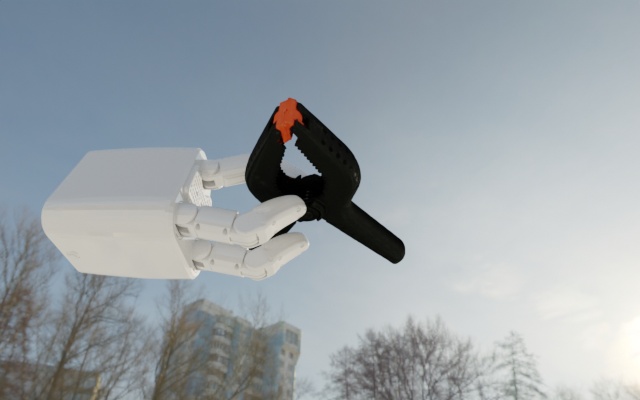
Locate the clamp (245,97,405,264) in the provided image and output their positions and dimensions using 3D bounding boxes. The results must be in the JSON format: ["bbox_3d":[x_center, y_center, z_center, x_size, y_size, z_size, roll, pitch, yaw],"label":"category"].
[{"bbox_3d":[0.000,0.000,0.417,0.164,0.036,0.210,1,-38,2],"label":"clamp"}]
